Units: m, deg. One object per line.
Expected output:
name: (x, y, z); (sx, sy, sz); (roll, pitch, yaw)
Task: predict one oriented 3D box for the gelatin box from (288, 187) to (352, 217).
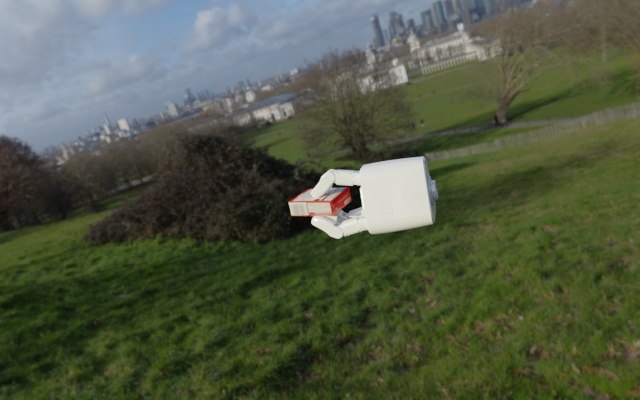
gelatin box: (0.000, 0.002, 0.847); (0.089, 0.030, 0.073); (-1, 20, 30)
